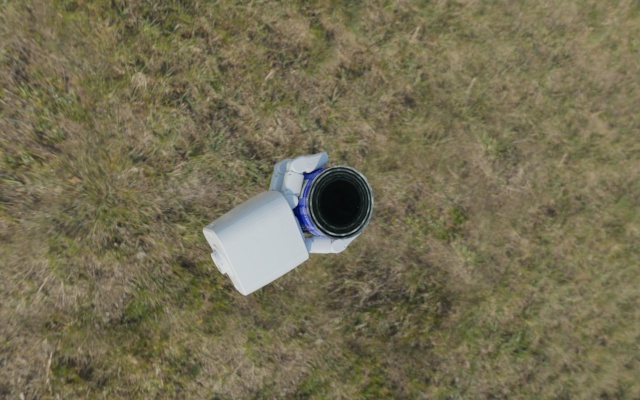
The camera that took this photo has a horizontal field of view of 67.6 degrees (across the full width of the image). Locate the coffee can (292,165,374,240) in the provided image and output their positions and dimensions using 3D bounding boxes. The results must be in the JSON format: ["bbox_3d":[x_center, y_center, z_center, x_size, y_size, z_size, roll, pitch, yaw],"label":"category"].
[{"bbox_3d":[0.000,0.002,0.709,0.103,0.103,0.140,0,0,-24],"label":"coffee can"}]
